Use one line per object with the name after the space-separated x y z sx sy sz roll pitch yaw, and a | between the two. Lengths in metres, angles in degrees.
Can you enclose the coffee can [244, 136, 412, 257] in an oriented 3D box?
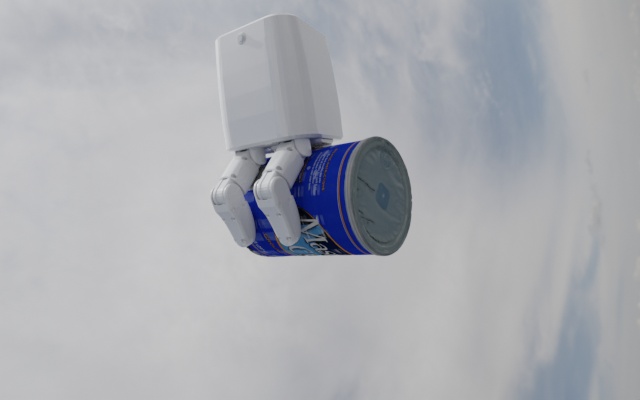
0.000 0.002 0.450 0.140 0.103 0.103 -6 -4 37 | coffee can
